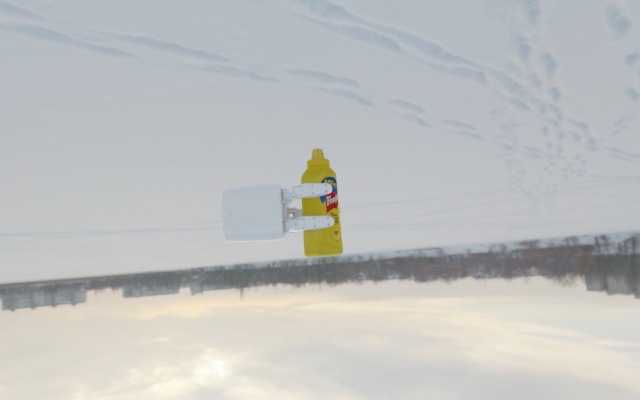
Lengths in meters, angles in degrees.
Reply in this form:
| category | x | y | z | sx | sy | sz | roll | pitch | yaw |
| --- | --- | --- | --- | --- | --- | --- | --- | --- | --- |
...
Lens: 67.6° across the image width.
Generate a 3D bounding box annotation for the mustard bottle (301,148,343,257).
| category | x | y | z | sx | sy | sz | roll | pitch | yaw |
| --- | --- | --- | --- | --- | --- | --- | --- | --- | --- |
| mustard bottle | 0.000 | 0.003 | 0.849 | 0.058 | 0.191 | 0.096 | -8 | -8 | 27 |
